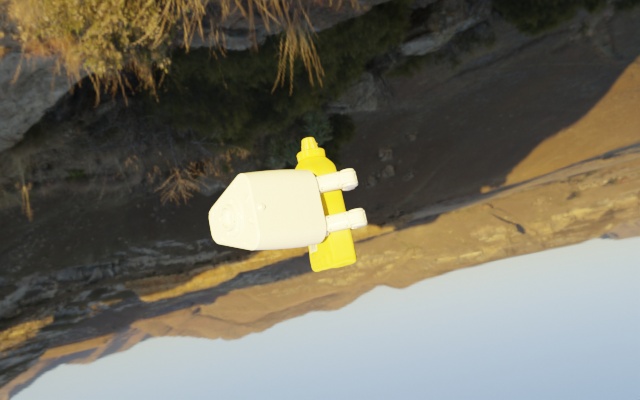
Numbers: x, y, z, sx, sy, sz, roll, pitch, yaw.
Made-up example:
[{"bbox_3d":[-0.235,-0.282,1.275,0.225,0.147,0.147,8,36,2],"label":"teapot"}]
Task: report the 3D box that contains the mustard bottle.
[{"bbox_3d":[0.000,0.002,0.687,0.058,0.191,0.096,-9,-9,-18],"label":"mustard bottle"}]
